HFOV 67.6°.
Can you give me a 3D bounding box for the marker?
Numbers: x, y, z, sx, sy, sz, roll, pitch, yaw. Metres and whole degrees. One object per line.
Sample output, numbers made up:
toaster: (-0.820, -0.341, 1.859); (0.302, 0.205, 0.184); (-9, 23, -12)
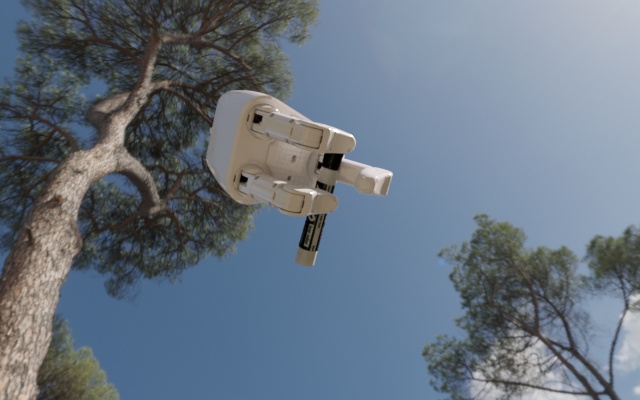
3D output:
marker: (0.000, 0.001, 0.437); (0.020, 0.121, 0.020); (15, 11, -3)
